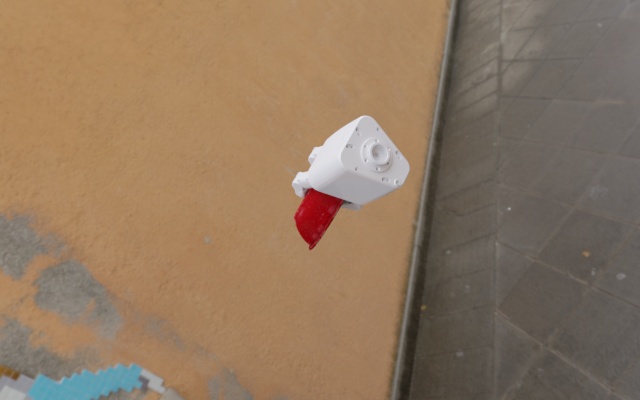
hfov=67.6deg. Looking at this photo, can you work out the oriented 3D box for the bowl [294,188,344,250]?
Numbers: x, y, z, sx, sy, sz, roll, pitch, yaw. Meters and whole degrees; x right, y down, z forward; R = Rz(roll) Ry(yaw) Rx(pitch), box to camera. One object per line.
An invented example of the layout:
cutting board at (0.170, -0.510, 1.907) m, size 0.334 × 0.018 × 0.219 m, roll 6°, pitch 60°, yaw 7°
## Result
bowl at (-0.001, 0.003, 0.820) m, size 0.055 × 0.162 × 0.162 m, roll 30°, pitch -2°, yaw -3°
